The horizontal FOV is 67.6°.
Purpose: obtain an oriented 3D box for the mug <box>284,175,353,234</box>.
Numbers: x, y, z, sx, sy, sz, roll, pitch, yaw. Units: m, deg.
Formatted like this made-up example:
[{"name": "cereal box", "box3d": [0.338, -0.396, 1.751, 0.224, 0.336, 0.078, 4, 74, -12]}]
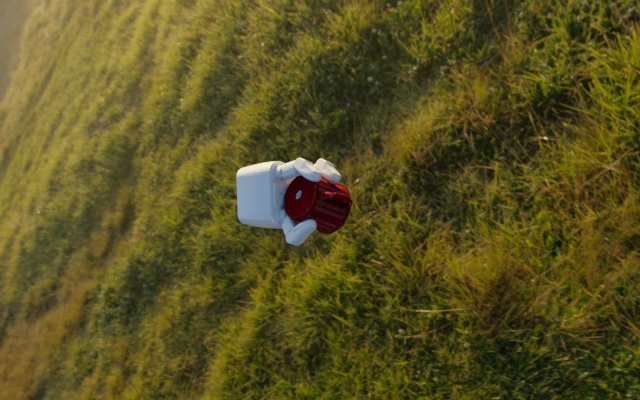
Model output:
[{"name": "mug", "box3d": [0.001, 0.003, 0.806, 0.117, 0.093, 0.081, -3, -18, 45]}]
